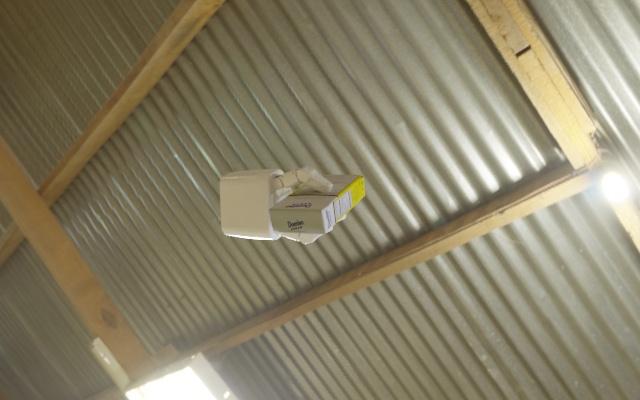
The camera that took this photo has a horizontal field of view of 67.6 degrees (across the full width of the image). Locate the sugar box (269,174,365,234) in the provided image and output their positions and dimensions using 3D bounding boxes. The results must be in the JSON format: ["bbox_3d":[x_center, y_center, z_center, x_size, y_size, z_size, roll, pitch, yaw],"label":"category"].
[{"bbox_3d":[0.000,0.003,0.782,0.093,0.048,0.176,1,22,27],"label":"sugar box"}]
